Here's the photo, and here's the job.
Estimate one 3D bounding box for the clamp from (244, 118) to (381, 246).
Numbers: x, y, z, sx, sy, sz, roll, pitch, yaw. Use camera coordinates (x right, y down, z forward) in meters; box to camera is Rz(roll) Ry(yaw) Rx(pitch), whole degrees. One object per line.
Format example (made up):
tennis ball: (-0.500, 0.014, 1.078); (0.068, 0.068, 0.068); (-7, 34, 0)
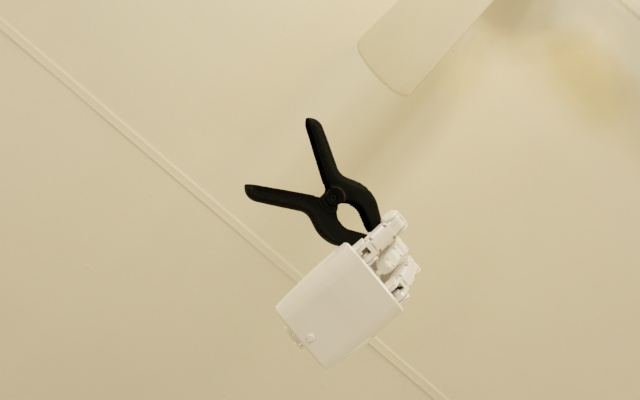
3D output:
clamp: (0.000, 0.002, 0.551); (0.120, 0.171, 0.039); (-40, 0, -7)
